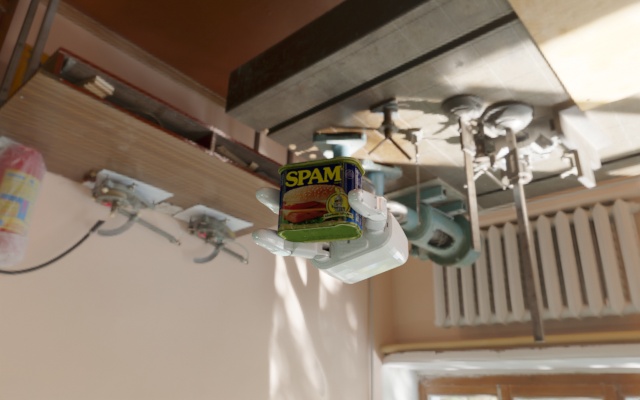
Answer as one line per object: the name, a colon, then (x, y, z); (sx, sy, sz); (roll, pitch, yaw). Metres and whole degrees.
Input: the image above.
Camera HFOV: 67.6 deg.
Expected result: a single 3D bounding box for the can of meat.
can of meat: (0.000, 0.002, 0.561); (0.102, 0.084, 0.057); (-6, -24, 18)
